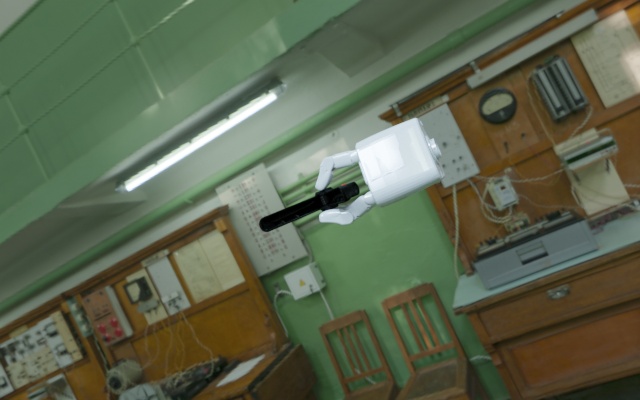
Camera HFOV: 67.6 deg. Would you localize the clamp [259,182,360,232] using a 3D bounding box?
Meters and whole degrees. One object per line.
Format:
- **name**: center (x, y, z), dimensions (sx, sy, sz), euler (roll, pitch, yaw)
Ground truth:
- **clamp**: center (0.000, 0.002, 0.804), dimensions (0.164, 0.036, 0.210), euler (-21, 1, 20)
